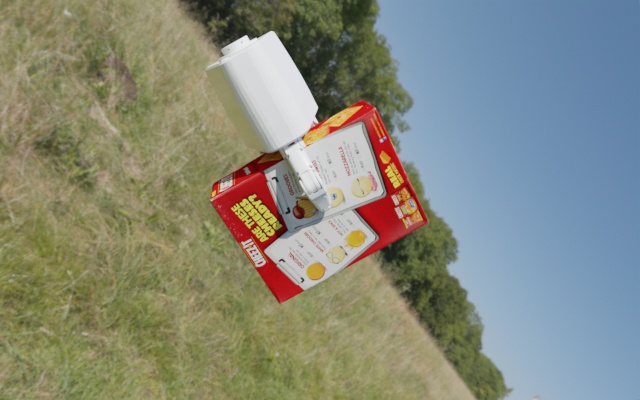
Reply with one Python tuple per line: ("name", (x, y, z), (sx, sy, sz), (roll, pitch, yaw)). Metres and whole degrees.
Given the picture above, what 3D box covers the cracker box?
("cracker box", (0.000, 0.002, 0.588), (0.214, 0.164, 0.072), (-29, 22, 2))
